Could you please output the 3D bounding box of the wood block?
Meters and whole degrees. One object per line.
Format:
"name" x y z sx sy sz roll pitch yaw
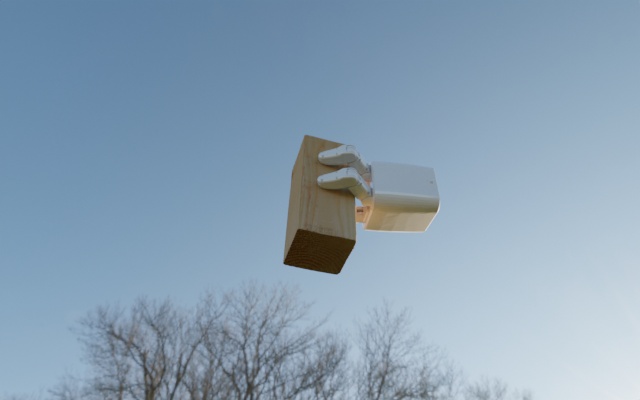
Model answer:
"wood block" 0.000 0.003 0.761 0.090 0.206 0.091 12 -45 -10
